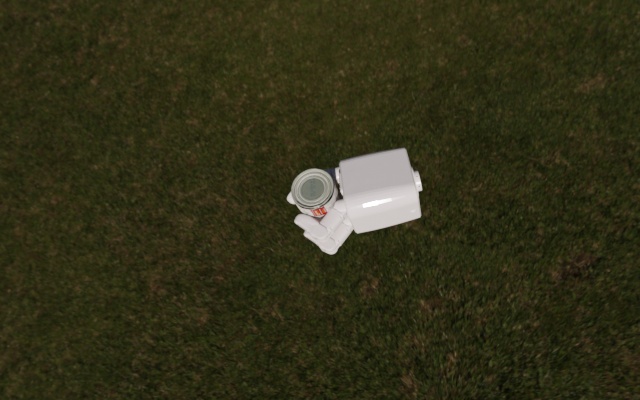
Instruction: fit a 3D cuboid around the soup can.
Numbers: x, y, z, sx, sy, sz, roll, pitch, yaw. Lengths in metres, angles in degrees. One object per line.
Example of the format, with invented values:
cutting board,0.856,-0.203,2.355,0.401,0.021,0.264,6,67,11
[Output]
soup can,0.000,0.002,0.739,0.068,0.068,0.102,0,-24,15
